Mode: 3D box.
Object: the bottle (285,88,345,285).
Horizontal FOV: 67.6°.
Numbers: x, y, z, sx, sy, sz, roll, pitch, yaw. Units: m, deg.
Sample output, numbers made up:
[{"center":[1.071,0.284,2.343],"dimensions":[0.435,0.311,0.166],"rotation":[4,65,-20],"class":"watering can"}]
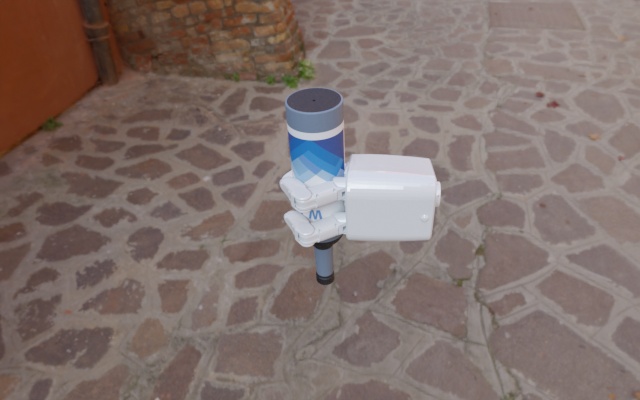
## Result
[{"center":[0.000,0.002,0.630],"dimensions":[0.069,0.296,0.069],"rotation":[-2,38,2],"class":"bottle"}]
